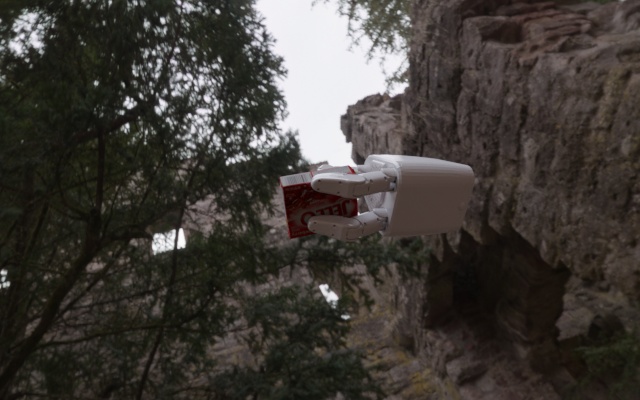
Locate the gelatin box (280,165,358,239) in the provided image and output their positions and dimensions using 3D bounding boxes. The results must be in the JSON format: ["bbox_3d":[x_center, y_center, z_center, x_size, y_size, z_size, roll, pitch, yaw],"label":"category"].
[{"bbox_3d":[0.000,0.002,0.574,0.089,0.073,0.030,-10,31,-7],"label":"gelatin box"}]
